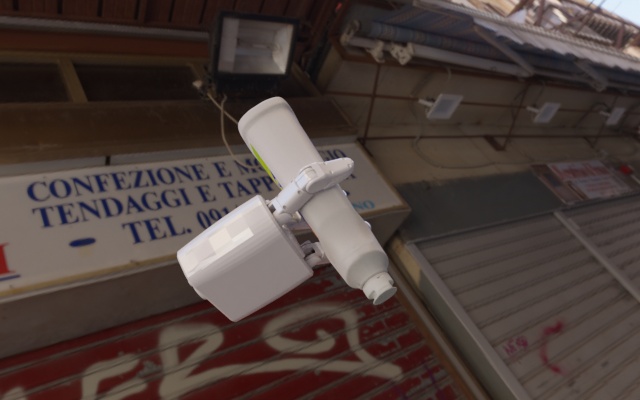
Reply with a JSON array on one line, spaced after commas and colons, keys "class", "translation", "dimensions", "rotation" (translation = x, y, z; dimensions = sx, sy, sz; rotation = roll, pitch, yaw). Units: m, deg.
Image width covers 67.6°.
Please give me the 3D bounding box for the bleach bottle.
[{"class": "bleach bottle", "translation": [0.000, 0.002, 0.527], "dimensions": [0.068, 0.250, 0.103], "rotation": [-34, -29, -2]}]
